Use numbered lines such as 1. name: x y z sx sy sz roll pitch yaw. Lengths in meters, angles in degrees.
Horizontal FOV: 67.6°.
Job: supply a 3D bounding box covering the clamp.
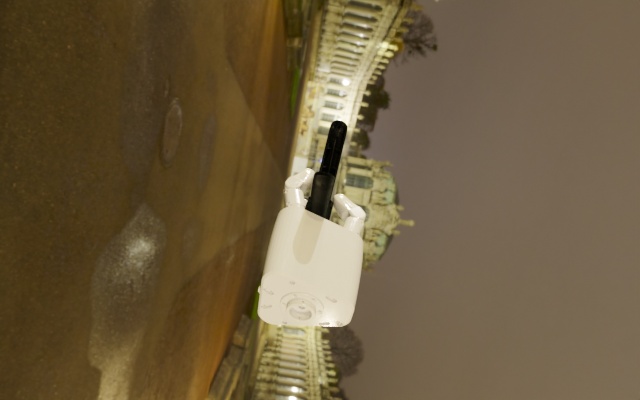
1. clamp: 0.001 0.003 0.656 0.036 0.210 0.164 14 40 2
